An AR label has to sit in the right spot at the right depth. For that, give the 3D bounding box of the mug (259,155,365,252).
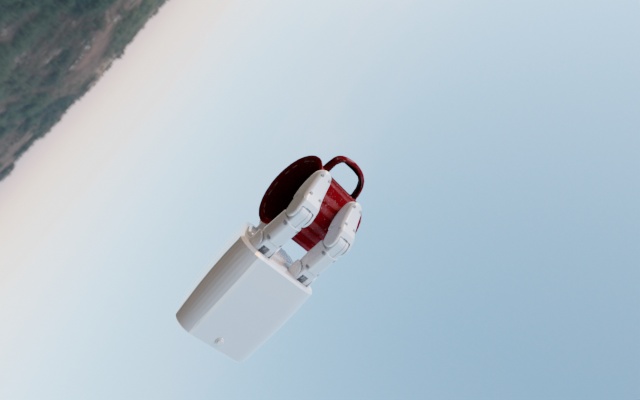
[{"bbox_3d":[0.001,0.001,0.535,0.081,0.117,0.093,43,3,-29],"label":"mug"}]
